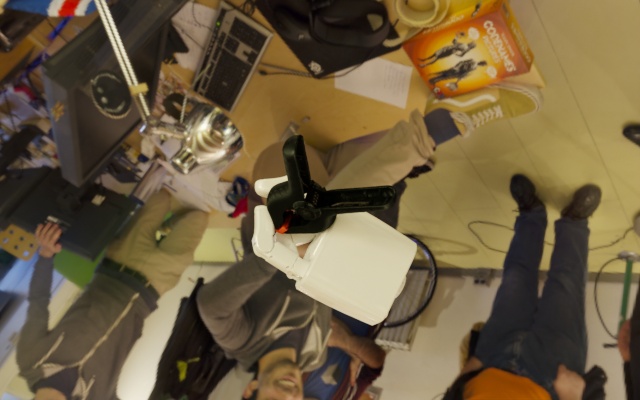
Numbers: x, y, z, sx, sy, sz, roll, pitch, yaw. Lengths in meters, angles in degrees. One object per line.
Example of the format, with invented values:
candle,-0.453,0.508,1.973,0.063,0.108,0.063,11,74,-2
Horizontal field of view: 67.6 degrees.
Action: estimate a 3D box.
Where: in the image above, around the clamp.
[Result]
clamp,0.000,0.002,0.505,0.120,0.039,0.171,29,-28,-4
